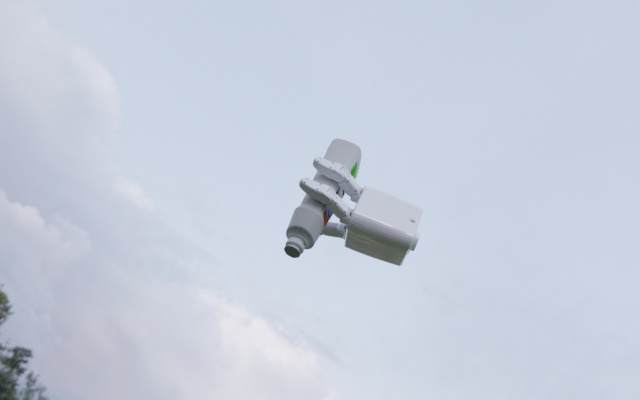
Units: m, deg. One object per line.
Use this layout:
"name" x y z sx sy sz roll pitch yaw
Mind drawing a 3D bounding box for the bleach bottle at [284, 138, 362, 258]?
"bleach bottle" 0.000 0.003 0.828 0.068 0.250 0.103 21 -41 9
